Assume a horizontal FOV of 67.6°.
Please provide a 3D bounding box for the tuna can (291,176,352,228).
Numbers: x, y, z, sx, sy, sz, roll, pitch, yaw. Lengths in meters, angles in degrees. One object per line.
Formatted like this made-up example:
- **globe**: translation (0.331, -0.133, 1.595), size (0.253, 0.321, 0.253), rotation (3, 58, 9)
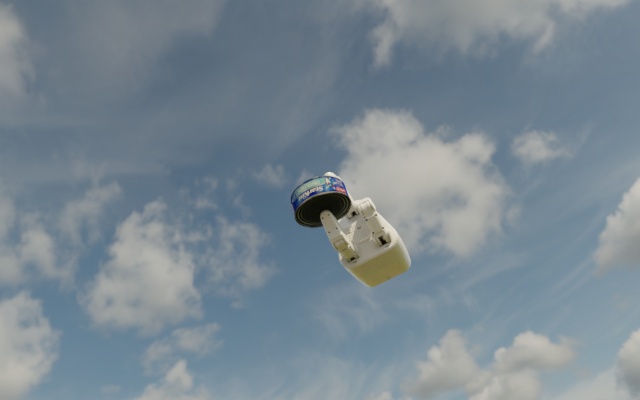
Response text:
- **tuna can**: translation (0.000, 0.002, 0.700), size (0.086, 0.033, 0.086), rotation (-13, -34, -9)
